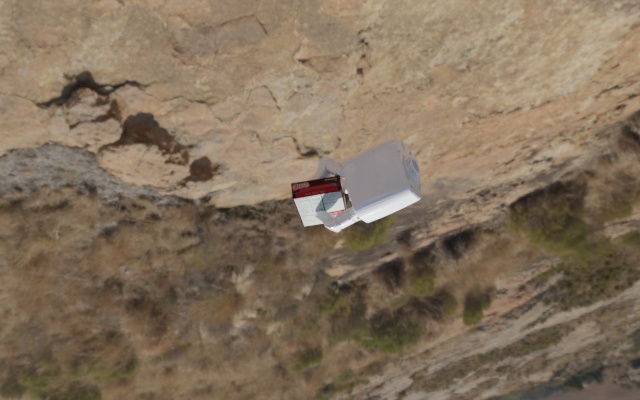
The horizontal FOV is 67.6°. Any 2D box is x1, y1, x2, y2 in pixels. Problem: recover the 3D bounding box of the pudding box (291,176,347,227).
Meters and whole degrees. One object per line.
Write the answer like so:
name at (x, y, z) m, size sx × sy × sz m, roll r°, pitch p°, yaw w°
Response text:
pudding box at (0.000, 0.003, 0.883) m, size 0.090 × 0.039 × 0.114 m, roll -8°, pitch -33°, yaw 5°
